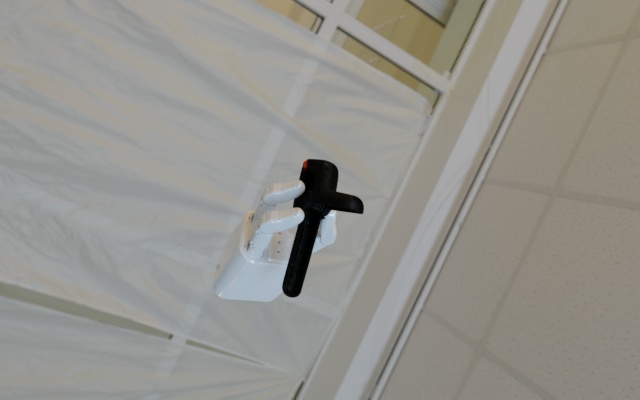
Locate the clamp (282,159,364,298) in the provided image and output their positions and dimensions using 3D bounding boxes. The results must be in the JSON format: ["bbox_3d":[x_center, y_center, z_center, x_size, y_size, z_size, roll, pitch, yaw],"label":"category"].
[{"bbox_3d":[0.001,0.002,0.627,0.036,0.209,0.165,24,-52,-21],"label":"clamp"}]
